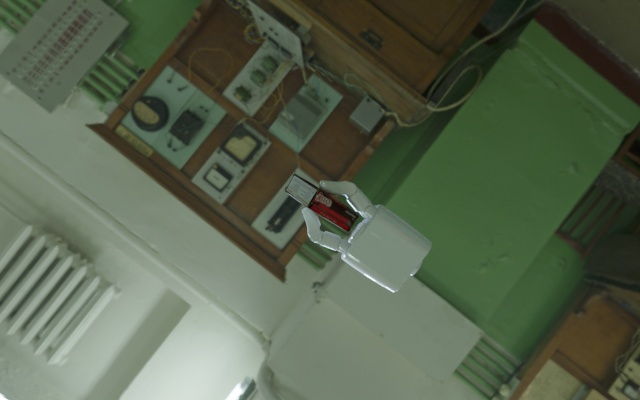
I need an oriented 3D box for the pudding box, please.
[{"bbox_3d":[0.000,0.003,0.788,0.090,0.039,0.113,33,-1,-28],"label":"pudding box"}]
